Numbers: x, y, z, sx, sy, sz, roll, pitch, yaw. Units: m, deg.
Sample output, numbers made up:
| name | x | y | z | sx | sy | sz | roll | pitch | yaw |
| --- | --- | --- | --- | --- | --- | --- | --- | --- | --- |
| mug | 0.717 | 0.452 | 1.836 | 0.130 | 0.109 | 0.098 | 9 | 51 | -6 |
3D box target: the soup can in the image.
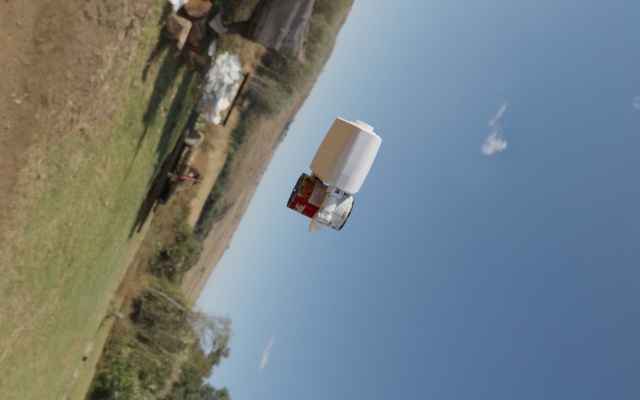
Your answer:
| name | x | y | z | sx | sy | sz | roll | pitch | yaw |
| --- | --- | --- | --- | --- | --- | --- | --- | --- | --- |
| soup can | 0.000 | 0.003 | 0.842 | 0.102 | 0.068 | 0.068 | 26 | -5 | -9 |
